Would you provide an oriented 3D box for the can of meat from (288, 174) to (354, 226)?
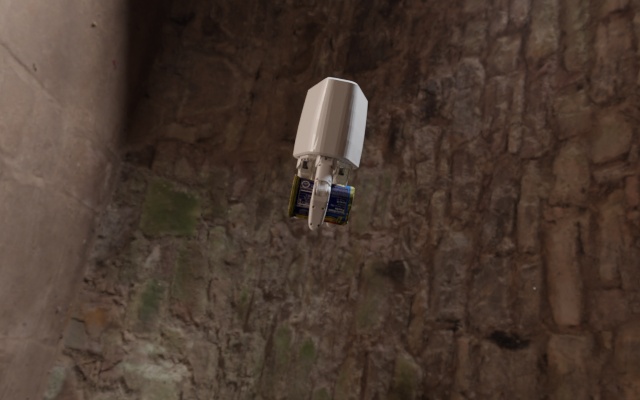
[{"bbox_3d":[0.000,0.002,0.683,0.084,0.057,0.102,10,-5,-1],"label":"can of meat"}]
